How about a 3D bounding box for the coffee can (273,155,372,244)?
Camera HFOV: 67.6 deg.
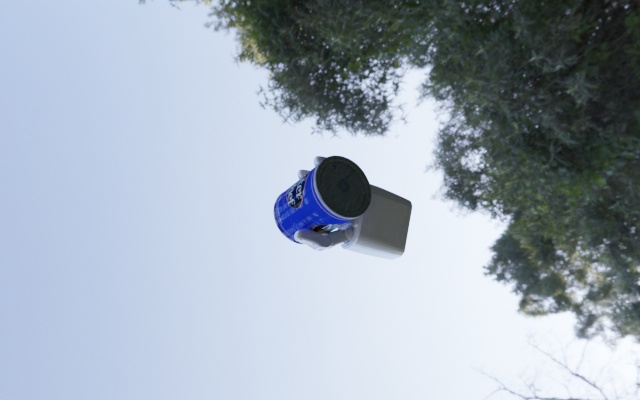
[{"bbox_3d":[0.000,0.002,0.774,0.103,0.102,0.140,0,-21,-34],"label":"coffee can"}]
